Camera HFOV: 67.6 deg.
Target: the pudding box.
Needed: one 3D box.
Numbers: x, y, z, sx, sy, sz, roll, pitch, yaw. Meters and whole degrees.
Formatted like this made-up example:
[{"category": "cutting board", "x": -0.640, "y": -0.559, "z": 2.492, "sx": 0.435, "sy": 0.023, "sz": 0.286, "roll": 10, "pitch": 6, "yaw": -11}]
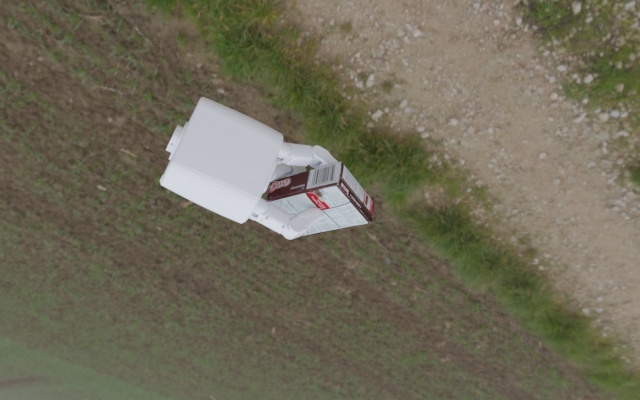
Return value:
[{"category": "pudding box", "x": 0.000, "y": 0.002, "z": 0.622, "sx": 0.113, "sy": 0.039, "sz": 0.090, "roll": -12, "pitch": -41, "yaw": 32}]
